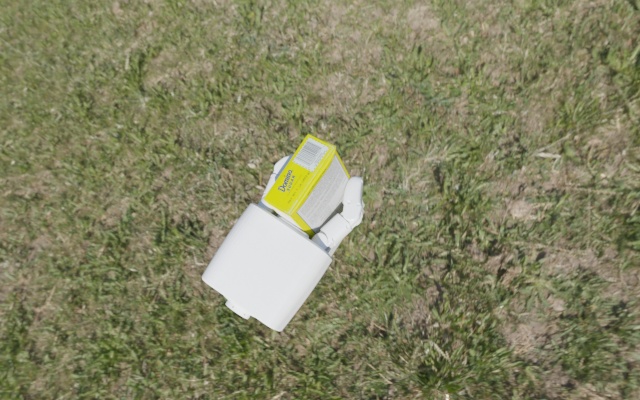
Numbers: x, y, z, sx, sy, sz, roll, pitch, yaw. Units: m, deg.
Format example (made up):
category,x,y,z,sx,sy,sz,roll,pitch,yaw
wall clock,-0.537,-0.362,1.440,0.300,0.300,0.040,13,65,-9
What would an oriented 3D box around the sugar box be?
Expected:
category,x,y,z,sx,sy,sz,roll,pitch,yaw
sugar box,0.000,0.002,0.592,0.048,0.093,0.176,30,-11,22
